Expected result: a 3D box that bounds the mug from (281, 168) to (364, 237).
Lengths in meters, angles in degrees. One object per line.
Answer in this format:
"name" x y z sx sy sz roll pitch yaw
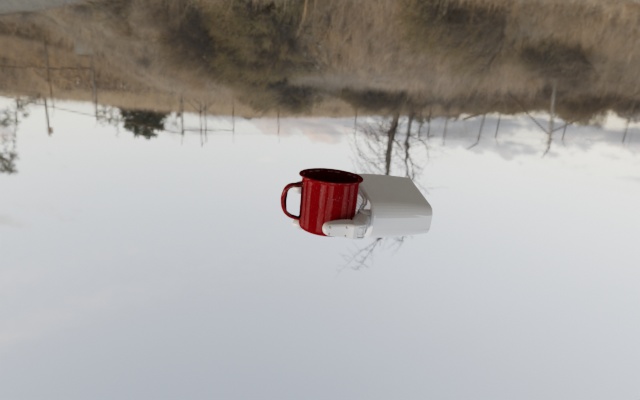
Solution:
"mug" -0.001 0.002 0.690 0.117 0.081 0.093 1 17 -18
